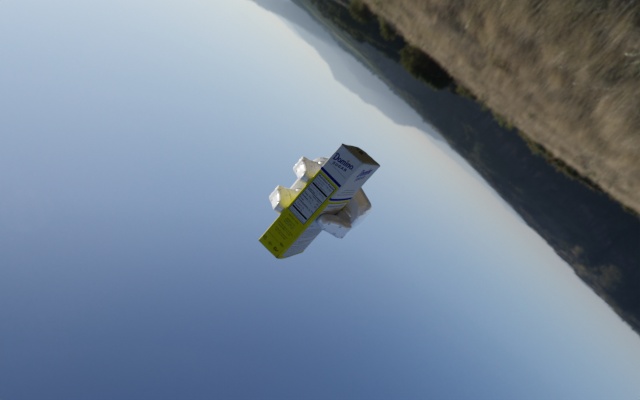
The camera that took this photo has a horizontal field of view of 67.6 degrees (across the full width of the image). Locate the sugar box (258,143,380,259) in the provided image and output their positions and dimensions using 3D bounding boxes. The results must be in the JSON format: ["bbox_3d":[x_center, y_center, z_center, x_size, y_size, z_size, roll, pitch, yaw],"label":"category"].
[{"bbox_3d":[0.000,0.002,0.656,0.048,0.176,0.093,43,15,14],"label":"sugar box"}]
